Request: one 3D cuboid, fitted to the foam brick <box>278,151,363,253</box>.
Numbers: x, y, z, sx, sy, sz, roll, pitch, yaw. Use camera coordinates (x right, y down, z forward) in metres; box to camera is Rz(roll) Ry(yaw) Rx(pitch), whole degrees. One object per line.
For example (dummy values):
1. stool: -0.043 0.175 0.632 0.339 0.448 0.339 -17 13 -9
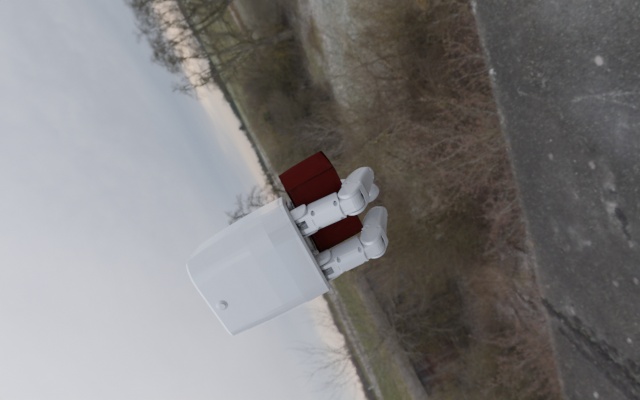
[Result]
1. foam brick: 0.000 0.001 0.473 0.051 0.078 0.053 -28 25 -1
